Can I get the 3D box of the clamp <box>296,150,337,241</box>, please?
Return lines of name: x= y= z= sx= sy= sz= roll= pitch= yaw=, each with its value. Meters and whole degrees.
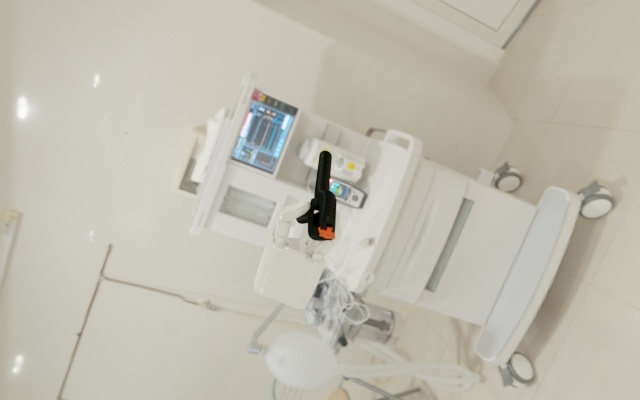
clamp: x=-0.001 y=0.003 z=0.886 sx=0.036 sy=0.164 sz=0.210 roll=14 pitch=16 yaw=-15
